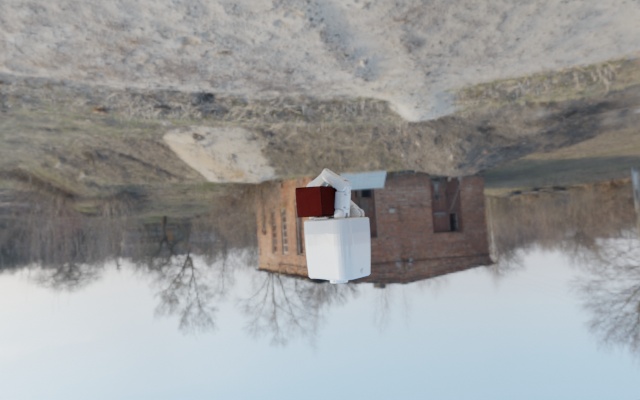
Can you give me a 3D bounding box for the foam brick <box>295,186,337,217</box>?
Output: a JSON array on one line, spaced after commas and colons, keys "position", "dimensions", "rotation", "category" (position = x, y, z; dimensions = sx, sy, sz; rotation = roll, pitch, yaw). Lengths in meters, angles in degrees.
[{"position": [0.000, 0.003, 0.831], "dimensions": [0.053, 0.051, 0.078], "rotation": [-4, -3, 33], "category": "foam brick"}]
